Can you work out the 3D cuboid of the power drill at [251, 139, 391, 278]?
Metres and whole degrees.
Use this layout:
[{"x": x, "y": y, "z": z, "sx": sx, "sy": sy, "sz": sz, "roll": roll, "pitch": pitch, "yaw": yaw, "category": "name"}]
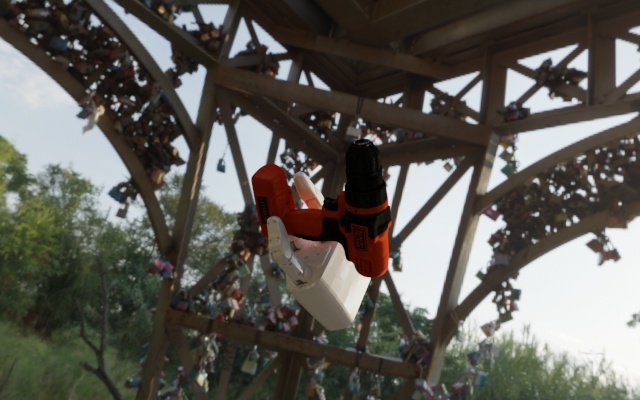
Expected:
[{"x": 0.000, "y": 0.002, "z": 0.613, "sx": 0.187, "sy": 0.184, "sz": 0.057, "roll": 12, "pitch": 32, "yaw": 33, "category": "power drill"}]
